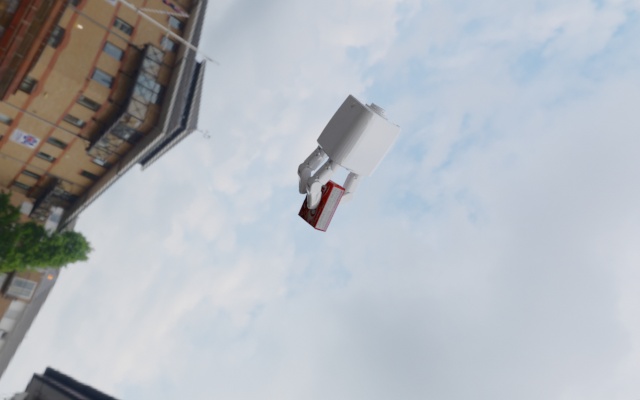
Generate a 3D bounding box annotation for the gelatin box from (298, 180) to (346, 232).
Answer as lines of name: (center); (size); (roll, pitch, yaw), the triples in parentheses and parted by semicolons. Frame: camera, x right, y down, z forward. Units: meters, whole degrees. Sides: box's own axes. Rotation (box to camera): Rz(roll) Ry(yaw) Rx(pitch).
gelatin box: (0.000, 0.003, 0.873); (0.030, 0.089, 0.073); (19, 8, -32)
